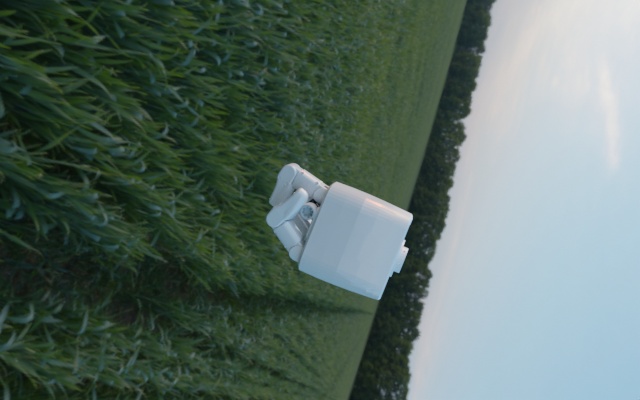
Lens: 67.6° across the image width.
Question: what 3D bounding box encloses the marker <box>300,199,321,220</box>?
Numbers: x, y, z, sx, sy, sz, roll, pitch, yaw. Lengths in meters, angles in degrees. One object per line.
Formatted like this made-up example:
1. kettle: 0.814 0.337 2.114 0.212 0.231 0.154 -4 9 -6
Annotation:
1. marker: 0.000 0.002 0.618 0.020 0.020 0.121 0 11 15
